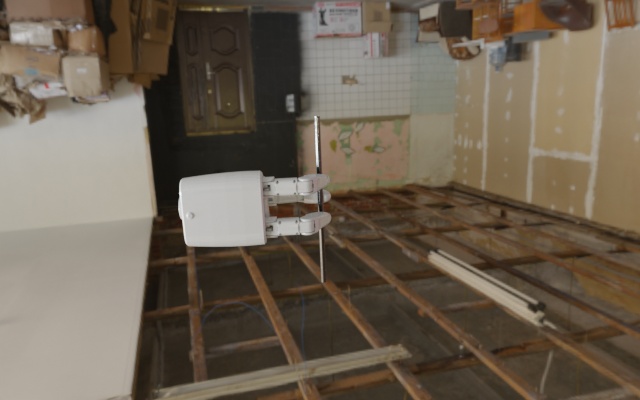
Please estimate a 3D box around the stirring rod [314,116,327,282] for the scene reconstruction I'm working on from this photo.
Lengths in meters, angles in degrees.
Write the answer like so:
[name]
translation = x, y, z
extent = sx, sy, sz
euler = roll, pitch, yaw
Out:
[stirring rod]
translation = 0.000, 0.002, 0.677
extent = 0.011, 0.239, 0.011
euler = -2, 13, 1
